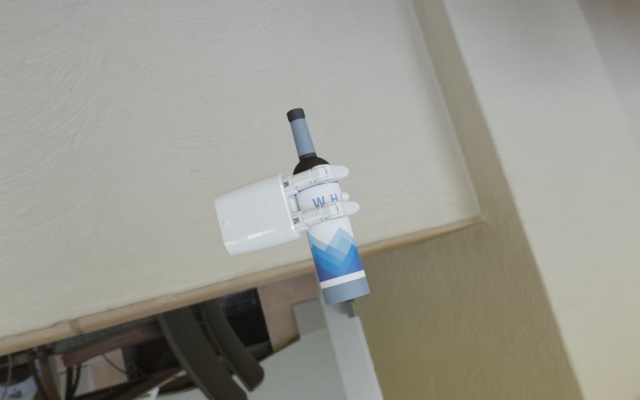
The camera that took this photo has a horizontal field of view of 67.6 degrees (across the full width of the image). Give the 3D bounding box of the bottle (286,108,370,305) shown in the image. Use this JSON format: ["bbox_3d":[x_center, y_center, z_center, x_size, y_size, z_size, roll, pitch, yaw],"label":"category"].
[{"bbox_3d":[0.000,0.003,0.713,0.069,0.295,0.069,-15,-9,-3],"label":"bottle"}]
